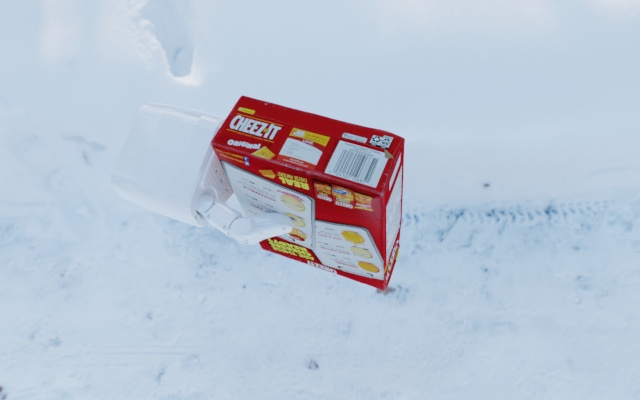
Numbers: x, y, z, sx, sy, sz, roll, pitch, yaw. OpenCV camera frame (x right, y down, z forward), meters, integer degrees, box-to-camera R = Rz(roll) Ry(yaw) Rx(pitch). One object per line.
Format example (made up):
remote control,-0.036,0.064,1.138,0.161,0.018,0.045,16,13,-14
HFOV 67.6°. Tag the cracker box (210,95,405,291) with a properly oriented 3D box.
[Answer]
cracker box,0.000,0.002,0.497,0.164,0.072,0.214,17,-27,17
